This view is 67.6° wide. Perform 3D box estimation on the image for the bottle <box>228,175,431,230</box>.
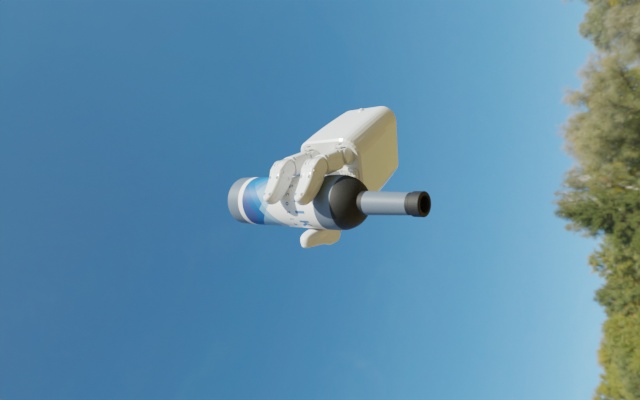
[{"bbox_3d":[0.000,0.002,0.594,0.295,0.069,0.069,1,1,43],"label":"bottle"}]
